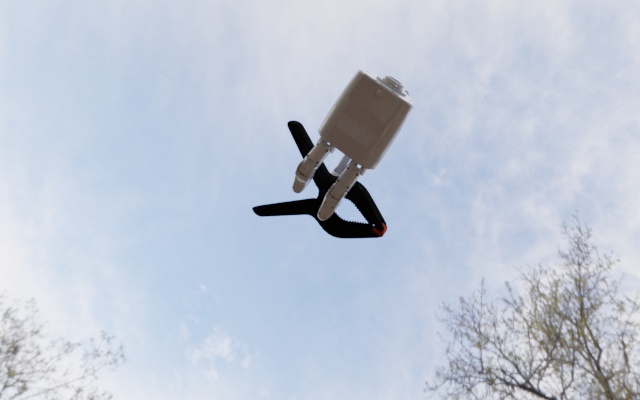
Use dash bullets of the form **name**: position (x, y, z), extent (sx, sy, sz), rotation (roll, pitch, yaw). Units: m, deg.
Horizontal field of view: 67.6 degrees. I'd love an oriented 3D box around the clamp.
- **clamp**: position (0.001, 0.002, 0.719), extent (0.210, 0.165, 0.036), rotation (36, 25, 8)
